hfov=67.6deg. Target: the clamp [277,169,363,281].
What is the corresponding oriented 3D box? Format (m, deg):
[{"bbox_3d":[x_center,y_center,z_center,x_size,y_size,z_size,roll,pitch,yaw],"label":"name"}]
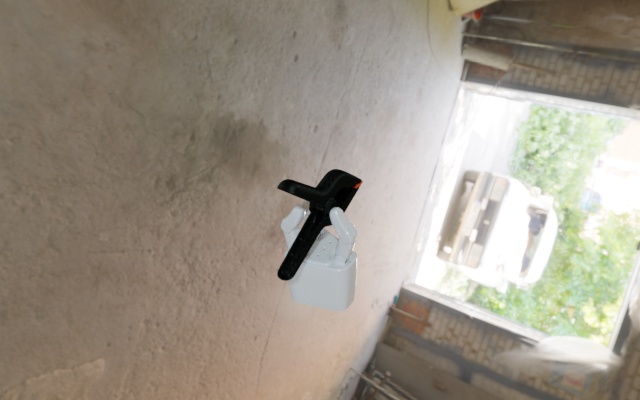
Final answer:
[{"bbox_3d":[0.001,0.003,0.718,0.036,0.165,0.210,23,44,26],"label":"clamp"}]
